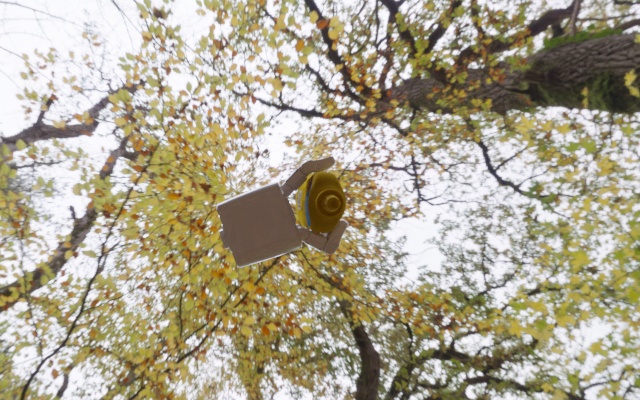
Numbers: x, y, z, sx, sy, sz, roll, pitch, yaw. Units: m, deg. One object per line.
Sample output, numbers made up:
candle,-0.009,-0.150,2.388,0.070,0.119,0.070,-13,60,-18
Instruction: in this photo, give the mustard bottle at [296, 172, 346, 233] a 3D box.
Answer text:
mustard bottle,0.000,0.002,0.762,0.058,0.096,0.191,5,0,-10
